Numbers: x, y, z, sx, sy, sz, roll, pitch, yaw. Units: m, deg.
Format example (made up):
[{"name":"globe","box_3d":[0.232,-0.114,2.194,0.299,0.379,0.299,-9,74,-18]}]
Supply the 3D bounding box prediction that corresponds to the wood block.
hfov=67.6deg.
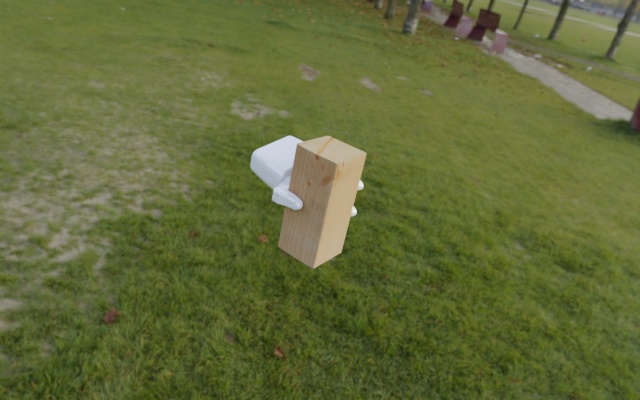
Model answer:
[{"name":"wood block","box_3d":[0.000,0.003,0.846,0.090,0.206,0.091,29,32,30]}]
